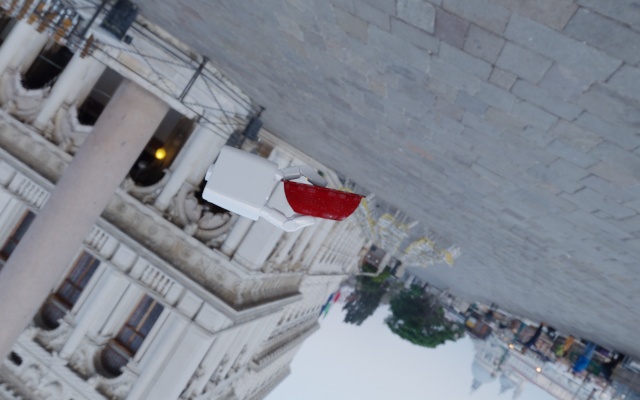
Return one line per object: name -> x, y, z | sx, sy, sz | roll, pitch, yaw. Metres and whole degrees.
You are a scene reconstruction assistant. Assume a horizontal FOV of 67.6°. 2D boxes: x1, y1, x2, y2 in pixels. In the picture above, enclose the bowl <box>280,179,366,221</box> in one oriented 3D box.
bowl -> 0.001, 0.004, 0.880 | 0.162, 0.055, 0.162 | 11, 0, 0
